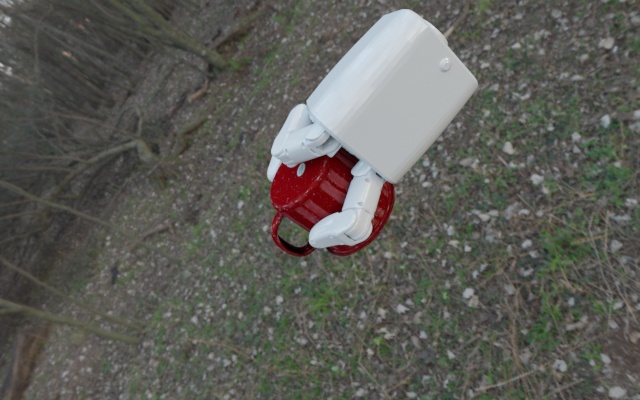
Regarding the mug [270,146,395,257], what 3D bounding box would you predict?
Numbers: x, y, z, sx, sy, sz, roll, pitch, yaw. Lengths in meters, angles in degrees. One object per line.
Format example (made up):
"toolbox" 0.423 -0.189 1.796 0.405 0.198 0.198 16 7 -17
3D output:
"mug" -0.001 0.002 0.446 0.081 0.117 0.093 35 12 -31
